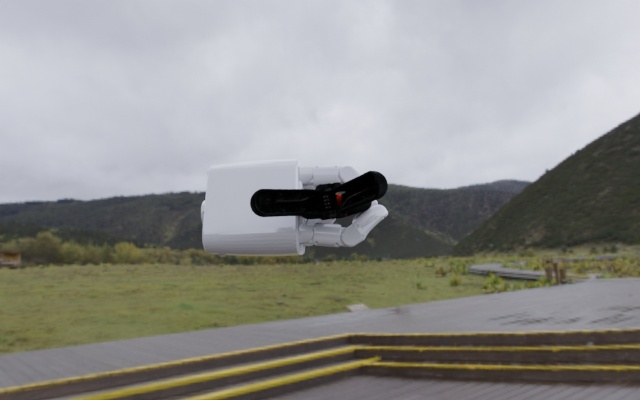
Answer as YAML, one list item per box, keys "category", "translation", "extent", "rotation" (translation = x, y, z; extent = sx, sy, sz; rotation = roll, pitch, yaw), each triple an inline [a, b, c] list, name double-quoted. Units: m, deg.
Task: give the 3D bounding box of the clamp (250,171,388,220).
- category: "clamp"
  translation: [0.000, 0.001, 0.478]
  extent: [0.120, 0.039, 0.171]
  rotation: [-2, -8, 2]
